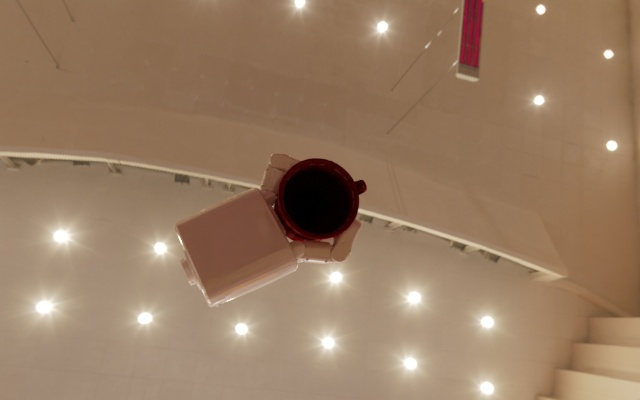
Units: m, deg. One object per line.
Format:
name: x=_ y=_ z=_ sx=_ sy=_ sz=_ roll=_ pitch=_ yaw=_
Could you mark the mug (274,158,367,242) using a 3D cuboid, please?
mug: x=0.001 y=0.001 z=0.570 sx=0.117 sy=0.093 sz=0.081 roll=-22 pitch=-7 yaw=-18
